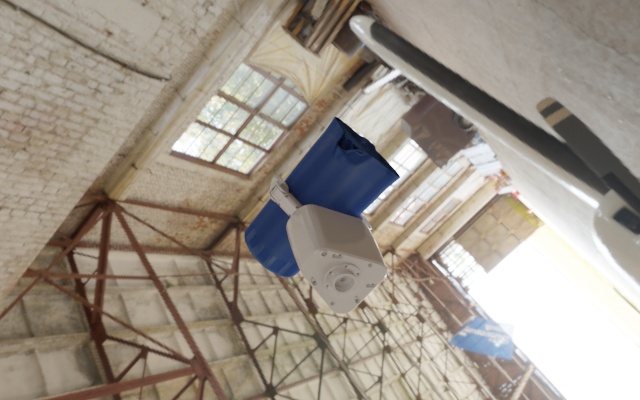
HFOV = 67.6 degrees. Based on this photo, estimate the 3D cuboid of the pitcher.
[{"bbox_3d":[0.000,0.003,0.747,0.149,0.243,0.145,36,15,-27],"label":"pitcher"}]
